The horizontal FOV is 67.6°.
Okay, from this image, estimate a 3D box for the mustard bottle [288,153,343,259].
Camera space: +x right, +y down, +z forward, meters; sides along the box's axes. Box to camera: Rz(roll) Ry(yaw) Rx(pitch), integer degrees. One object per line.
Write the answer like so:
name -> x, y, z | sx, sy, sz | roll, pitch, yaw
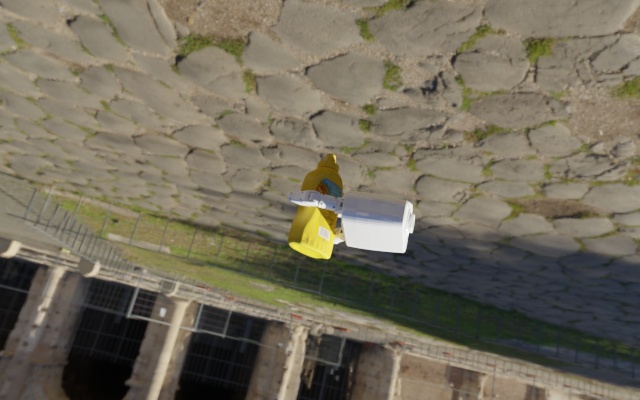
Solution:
mustard bottle -> 0.000, 0.003, 0.872 | 0.058, 0.191, 0.096 | -1, -23, 38
